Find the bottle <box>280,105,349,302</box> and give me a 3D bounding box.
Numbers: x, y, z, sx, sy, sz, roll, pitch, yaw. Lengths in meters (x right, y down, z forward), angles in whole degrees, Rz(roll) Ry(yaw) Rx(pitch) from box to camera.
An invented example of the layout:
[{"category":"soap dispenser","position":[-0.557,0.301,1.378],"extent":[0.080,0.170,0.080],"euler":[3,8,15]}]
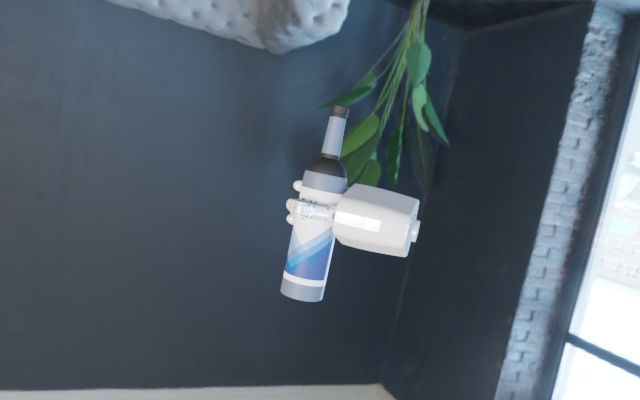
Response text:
[{"category":"bottle","position":[0.000,0.003,0.729],"extent":[0.069,0.296,0.069],"euler":[12,4,-1]}]
